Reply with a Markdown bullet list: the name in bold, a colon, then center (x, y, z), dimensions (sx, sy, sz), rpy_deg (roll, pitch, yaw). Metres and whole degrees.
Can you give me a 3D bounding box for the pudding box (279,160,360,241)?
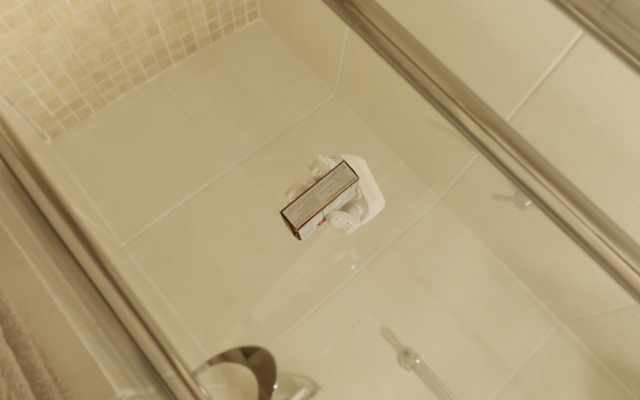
- **pudding box**: center (0.000, 0.002, 0.656), dimensions (0.113, 0.039, 0.090), rpy_deg (-41, -11, -8)
